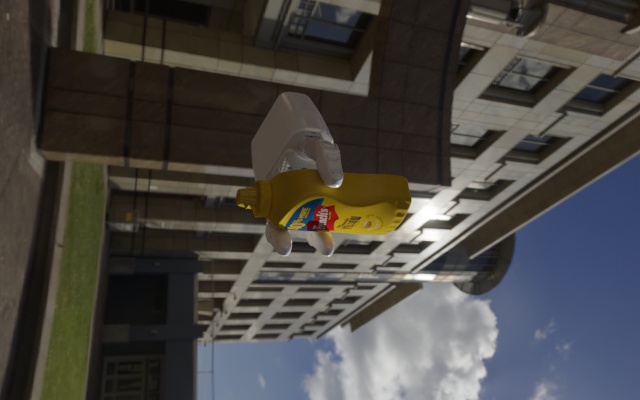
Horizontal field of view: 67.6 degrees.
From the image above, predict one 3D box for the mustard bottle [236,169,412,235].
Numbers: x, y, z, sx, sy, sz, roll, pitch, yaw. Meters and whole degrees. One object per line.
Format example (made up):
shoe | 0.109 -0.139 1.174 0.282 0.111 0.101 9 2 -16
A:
mustard bottle | 0.000 0.002 0.546 0.191 0.058 0.096 4 -29 -20
